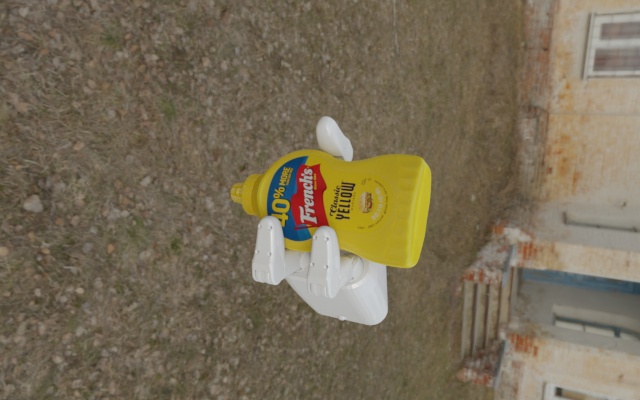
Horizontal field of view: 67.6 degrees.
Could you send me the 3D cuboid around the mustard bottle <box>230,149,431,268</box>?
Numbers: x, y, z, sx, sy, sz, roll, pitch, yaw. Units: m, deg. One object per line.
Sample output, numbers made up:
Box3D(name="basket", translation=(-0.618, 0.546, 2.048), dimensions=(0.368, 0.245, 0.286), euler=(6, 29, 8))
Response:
Box3D(name="mustard bottle", translation=(0.000, 0.001, 0.444), dimensions=(0.191, 0.096, 0.058), euler=(6, -7, 25))
